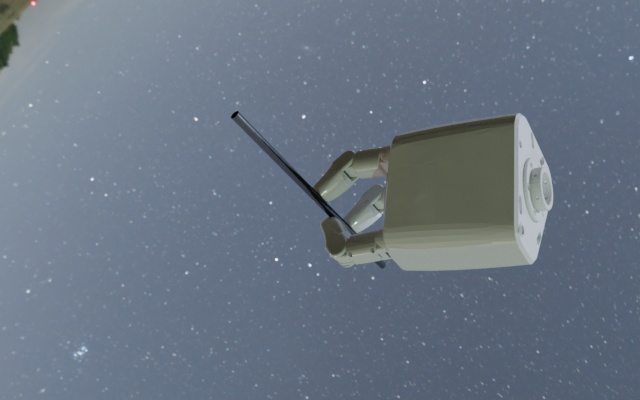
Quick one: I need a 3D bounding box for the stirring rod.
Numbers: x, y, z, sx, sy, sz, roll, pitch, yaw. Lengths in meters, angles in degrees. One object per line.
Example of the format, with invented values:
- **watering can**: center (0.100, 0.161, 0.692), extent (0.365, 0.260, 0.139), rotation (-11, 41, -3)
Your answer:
- **stirring rod**: center (0.000, 0.001, 0.448), extent (0.011, 0.011, 0.240), rotation (0, -35, 43)
